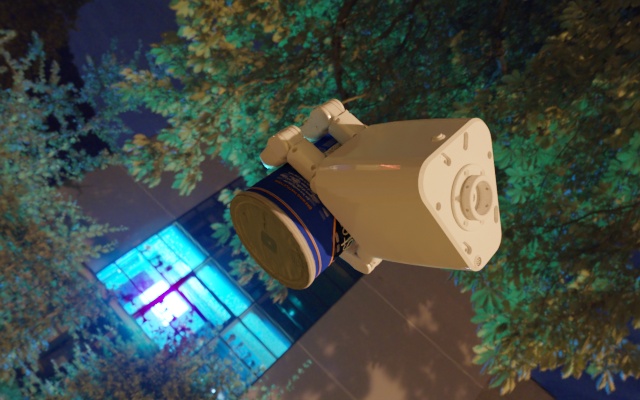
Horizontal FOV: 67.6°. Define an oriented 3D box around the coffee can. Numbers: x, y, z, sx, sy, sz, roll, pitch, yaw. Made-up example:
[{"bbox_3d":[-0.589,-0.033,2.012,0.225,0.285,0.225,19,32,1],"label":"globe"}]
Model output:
[{"bbox_3d":[0.000,0.002,0.458,0.140,0.103,0.103,-39,23,-31],"label":"coffee can"}]
